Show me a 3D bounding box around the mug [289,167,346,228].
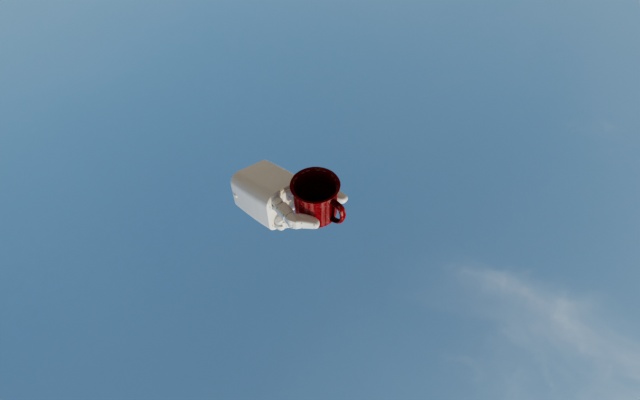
[{"bbox_3d":[0.001,0.004,0.891,0.117,0.082,0.093,31,56,25],"label":"mug"}]
